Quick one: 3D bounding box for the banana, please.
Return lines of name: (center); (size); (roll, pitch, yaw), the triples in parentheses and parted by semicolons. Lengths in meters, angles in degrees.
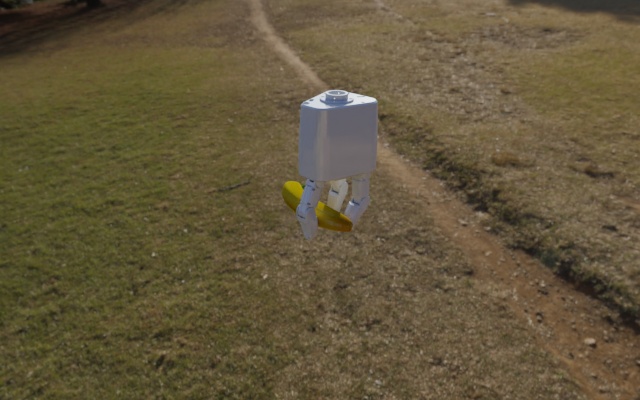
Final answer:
banana: (-0.018, 0.003, 0.774); (0.069, 0.037, 0.197); (-6, 24, -22)
